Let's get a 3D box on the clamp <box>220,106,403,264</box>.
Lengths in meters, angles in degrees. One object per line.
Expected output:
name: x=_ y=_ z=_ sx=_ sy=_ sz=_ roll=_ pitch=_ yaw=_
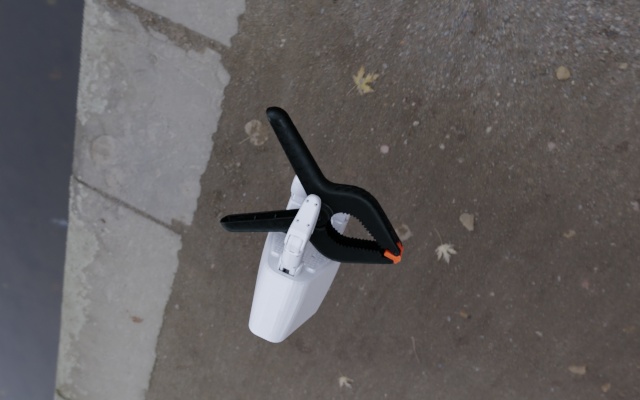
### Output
clamp: x=0.000 y=0.002 z=0.527 sx=0.210 sy=0.165 sz=0.036 roll=23 pitch=29 yaw=5
